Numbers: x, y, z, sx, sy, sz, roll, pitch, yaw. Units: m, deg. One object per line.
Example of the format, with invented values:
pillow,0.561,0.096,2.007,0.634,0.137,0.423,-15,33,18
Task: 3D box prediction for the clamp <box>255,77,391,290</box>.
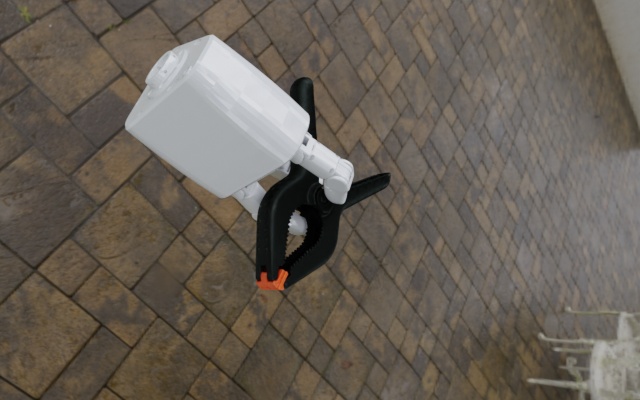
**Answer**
clamp,0.000,0.002,0.485,0.036,0.210,0.165,-10,-38,47
